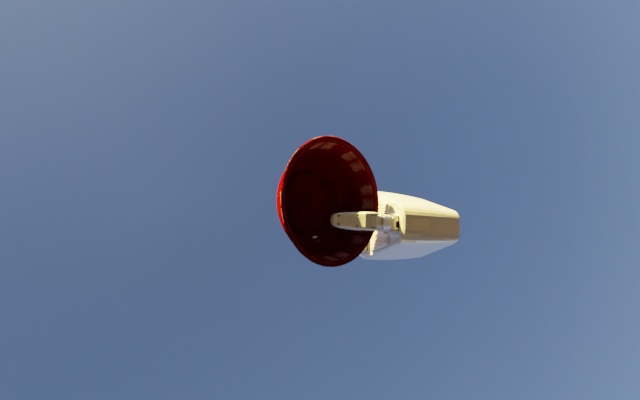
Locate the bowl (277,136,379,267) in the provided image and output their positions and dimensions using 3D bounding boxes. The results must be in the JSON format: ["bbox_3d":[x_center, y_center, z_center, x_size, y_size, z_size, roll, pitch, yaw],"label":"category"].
[{"bbox_3d":[-0.001,0.002,0.607,0.162,0.162,0.055,0,-2,-41],"label":"bowl"}]
